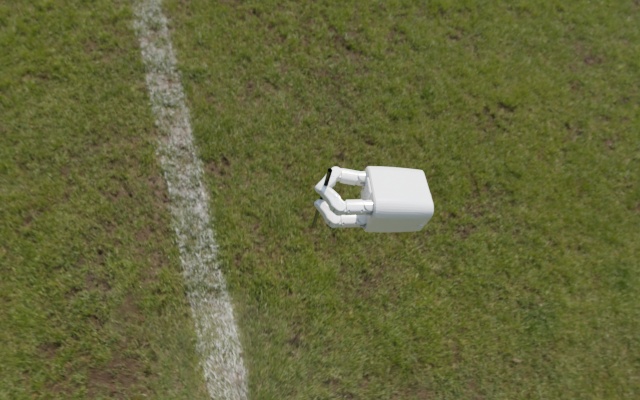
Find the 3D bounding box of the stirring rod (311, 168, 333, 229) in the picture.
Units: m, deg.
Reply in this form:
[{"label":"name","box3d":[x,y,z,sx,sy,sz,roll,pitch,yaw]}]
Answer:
[{"label":"stirring rod","box3d":[0.000,0.003,0.878,0.011,0.011,0.240,0,-25,-8]}]
